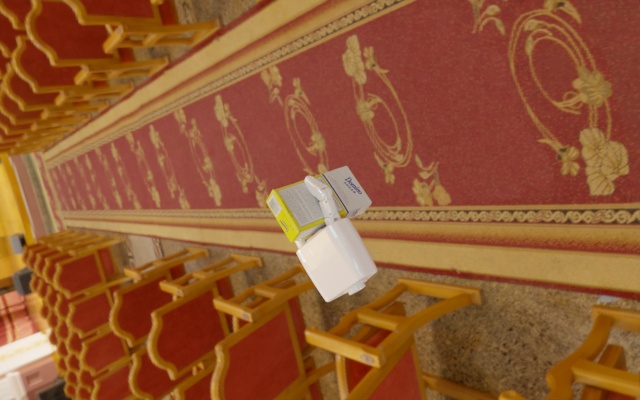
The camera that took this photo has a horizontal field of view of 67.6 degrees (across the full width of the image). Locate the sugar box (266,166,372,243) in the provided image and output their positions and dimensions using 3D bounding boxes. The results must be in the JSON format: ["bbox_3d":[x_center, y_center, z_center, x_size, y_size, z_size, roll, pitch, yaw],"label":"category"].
[{"bbox_3d":[0.000,0.003,0.869,0.176,0.093,0.048,-18,-22,-37],"label":"sugar box"}]
